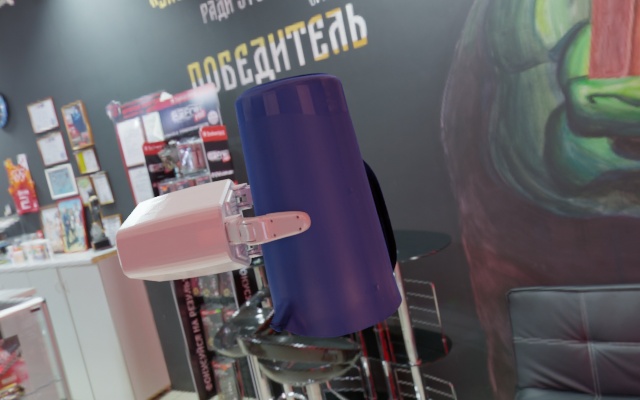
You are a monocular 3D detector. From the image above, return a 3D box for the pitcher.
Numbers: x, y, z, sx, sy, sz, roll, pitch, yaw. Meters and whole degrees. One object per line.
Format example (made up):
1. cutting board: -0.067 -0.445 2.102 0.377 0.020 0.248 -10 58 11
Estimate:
1. pitcher: 0.000 0.002 0.490 0.145 0.243 0.149 -12 6 2
